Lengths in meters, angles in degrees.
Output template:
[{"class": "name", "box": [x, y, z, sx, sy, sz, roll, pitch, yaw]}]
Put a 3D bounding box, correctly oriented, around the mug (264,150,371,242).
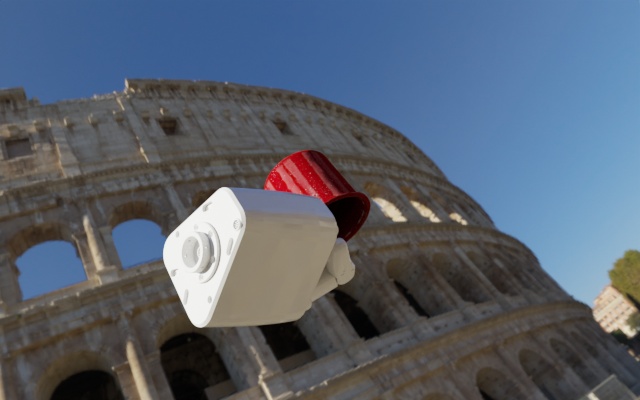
[{"class": "mug", "box": [0.001, 0.002, 0.520, 0.117, 0.093, 0.081, 10, 35, -50]}]
